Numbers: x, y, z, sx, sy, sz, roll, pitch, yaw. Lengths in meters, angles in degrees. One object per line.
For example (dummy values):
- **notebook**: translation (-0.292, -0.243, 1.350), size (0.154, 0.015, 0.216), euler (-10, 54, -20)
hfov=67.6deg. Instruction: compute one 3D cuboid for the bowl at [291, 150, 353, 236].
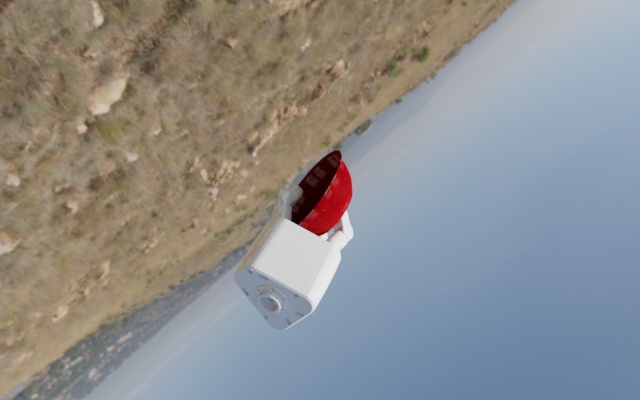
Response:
- **bowl**: translation (0.001, 0.002, 0.741), size (0.055, 0.162, 0.162), euler (35, -12, -17)
